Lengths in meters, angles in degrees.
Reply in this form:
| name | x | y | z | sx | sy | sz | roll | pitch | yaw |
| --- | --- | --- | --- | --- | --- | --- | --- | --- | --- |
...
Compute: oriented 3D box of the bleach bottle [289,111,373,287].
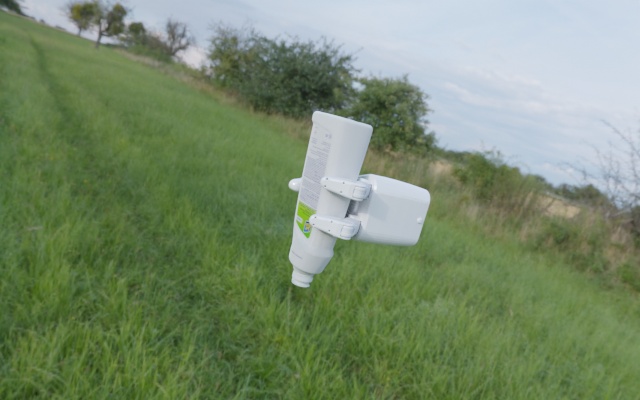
| name | x | y | z | sx | sy | sz | roll | pitch | yaw |
| --- | --- | --- | --- | --- | --- | --- | --- | --- | --- |
| bleach bottle | 0.000 | 0.002 | 0.699 | 0.068 | 0.251 | 0.102 | 11 | 11 | -27 |
